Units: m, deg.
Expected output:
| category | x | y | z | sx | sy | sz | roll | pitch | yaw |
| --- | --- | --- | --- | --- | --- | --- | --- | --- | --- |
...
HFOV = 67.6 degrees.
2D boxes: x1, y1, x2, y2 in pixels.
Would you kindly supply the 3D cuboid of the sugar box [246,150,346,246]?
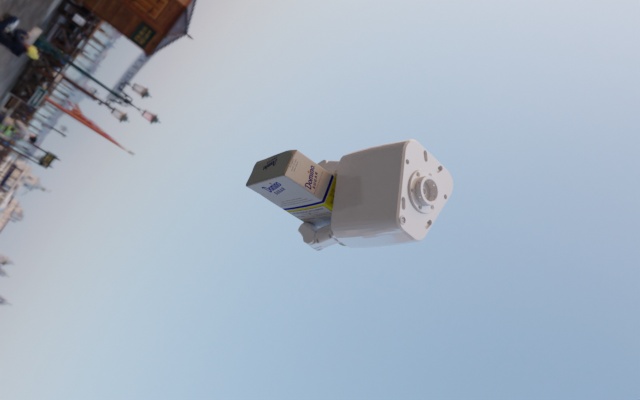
| category | x | y | z | sx | sy | sz | roll | pitch | yaw |
| --- | --- | --- | --- | --- | --- | --- | --- | --- | --- |
| sugar box | 0.000 | 0.002 | 0.624 | 0.176 | 0.048 | 0.093 | 37 | -27 | -29 |
